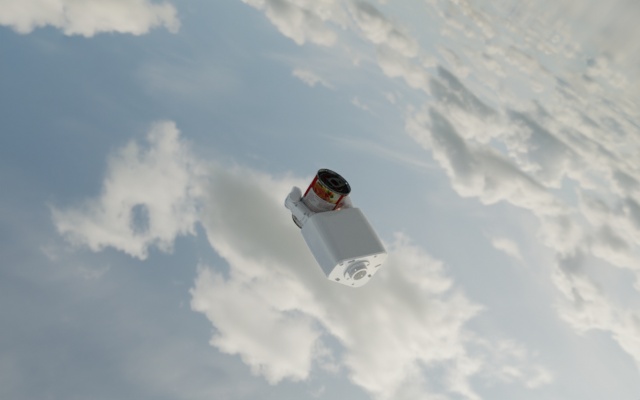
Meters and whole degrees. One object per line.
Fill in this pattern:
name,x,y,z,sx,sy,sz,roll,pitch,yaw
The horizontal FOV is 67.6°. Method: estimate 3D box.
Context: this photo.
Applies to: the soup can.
soup can,0.000,0.003,0.857,0.068,0.102,0.068,25,30,-16
